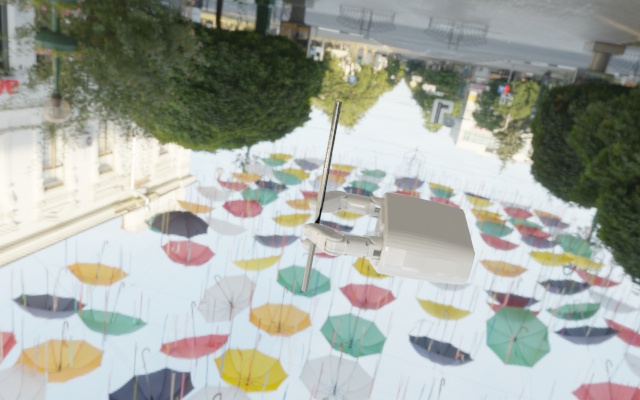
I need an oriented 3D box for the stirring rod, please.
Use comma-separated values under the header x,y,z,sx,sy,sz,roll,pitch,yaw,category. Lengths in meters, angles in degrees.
x,y,z,sx,sy,sz,roll,pitch,yaw,category
0.000,0.002,0.573,0.011,0.239,0.011,9,18,-3,stirring rod
